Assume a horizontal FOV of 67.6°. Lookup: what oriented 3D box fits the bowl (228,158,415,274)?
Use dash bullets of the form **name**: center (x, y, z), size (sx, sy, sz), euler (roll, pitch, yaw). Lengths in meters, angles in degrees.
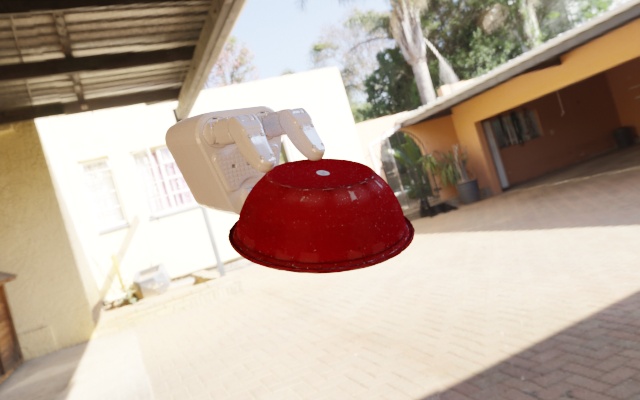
- **bowl**: center (0.001, 0.001, 0.410), size (0.162, 0.055, 0.162), euler (-1, 20, 0)
